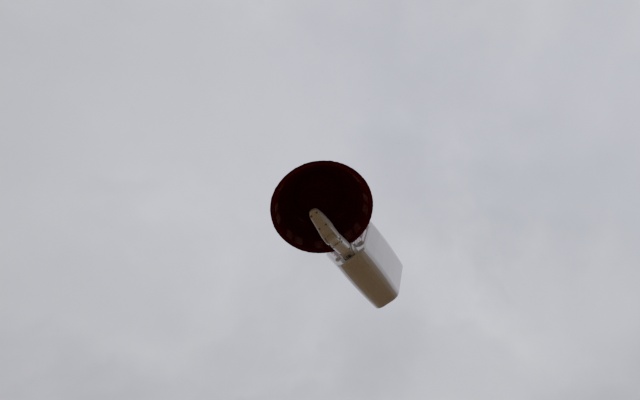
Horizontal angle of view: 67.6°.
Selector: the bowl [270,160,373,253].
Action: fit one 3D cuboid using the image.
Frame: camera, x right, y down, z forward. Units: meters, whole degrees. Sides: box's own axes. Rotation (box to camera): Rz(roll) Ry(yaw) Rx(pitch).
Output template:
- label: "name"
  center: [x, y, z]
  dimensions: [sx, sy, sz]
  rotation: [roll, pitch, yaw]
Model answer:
- label: "bowl"
  center: [0.000, 0.001, 0.763]
  dimensions: [0.162, 0.162, 0.055]
  rotation: [0, 26, -6]
